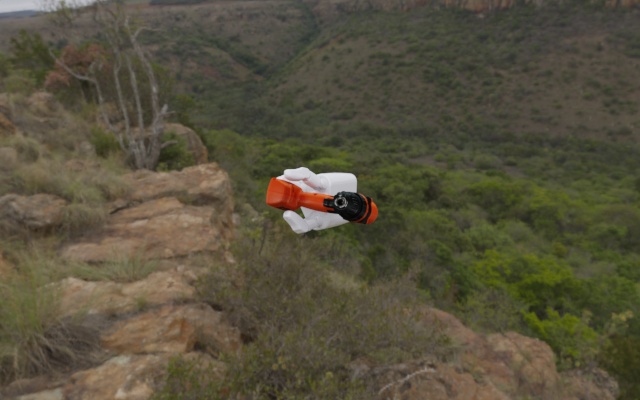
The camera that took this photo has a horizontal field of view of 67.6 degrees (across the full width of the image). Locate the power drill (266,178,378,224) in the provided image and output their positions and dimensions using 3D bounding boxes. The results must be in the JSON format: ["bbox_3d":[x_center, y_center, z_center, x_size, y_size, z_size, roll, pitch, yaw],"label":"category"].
[{"bbox_3d":[0.000,0.003,0.871,0.187,0.057,0.184,12,-5,21],"label":"power drill"}]
